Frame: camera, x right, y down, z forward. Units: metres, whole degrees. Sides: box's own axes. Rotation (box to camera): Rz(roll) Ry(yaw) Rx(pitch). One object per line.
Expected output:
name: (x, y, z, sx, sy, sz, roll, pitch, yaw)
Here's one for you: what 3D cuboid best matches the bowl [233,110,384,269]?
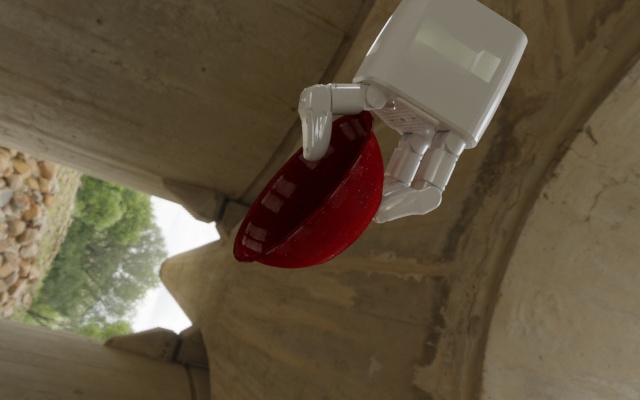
bowl: (-0.001, 0.003, 0.401, 0.055, 0.162, 0.162, 43, -17, -19)
